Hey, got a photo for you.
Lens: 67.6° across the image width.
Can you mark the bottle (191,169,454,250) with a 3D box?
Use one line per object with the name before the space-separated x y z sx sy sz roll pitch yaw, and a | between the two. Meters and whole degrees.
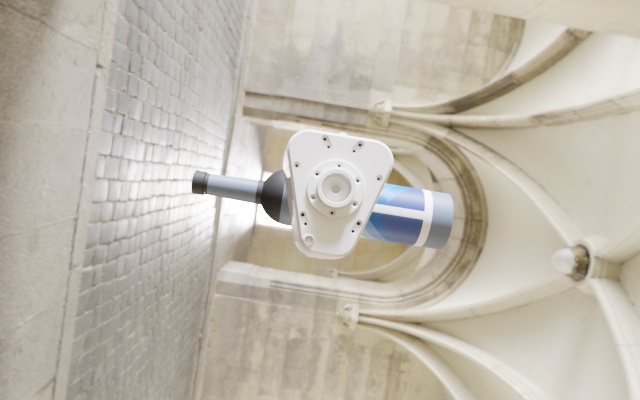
bottle | 0.000 0.002 0.555 0.296 0.069 0.069 9 0 -2
